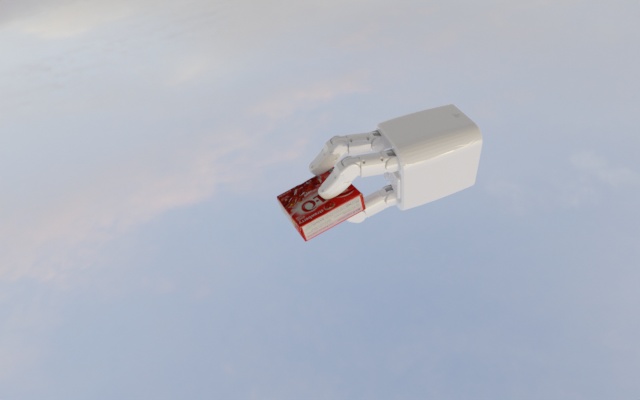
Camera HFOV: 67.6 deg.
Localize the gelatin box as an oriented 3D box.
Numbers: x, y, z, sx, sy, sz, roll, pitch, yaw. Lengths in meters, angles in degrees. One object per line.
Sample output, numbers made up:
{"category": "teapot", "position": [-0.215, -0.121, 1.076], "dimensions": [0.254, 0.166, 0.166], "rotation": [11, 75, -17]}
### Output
{"category": "gelatin box", "position": [0.000, 0.002, 0.597], "dimensions": [0.089, 0.030, 0.073], "rotation": [-28, 41, -11]}
